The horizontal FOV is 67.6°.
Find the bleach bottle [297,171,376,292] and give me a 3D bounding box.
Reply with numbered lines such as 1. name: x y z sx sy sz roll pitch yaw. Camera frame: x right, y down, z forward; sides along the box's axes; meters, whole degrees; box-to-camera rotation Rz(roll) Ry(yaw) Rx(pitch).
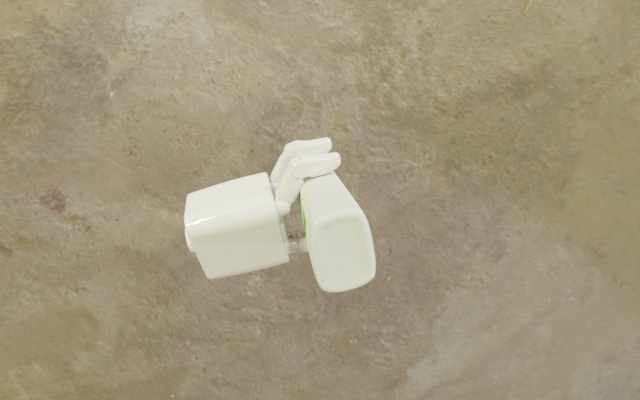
1. bleach bottle: 0.000 0.002 0.604 0.068 0.103 0.250 -14 27 -6
